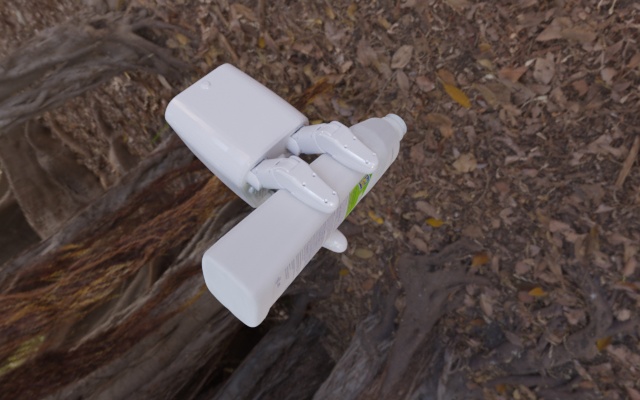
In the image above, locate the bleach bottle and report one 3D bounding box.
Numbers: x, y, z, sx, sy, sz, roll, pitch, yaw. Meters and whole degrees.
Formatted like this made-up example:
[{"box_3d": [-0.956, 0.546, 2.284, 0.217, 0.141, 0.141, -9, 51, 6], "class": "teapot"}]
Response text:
[{"box_3d": [0.000, 0.002, 0.463, 0.068, 0.250, 0.103, 39, -28, 12], "class": "bleach bottle"}]
